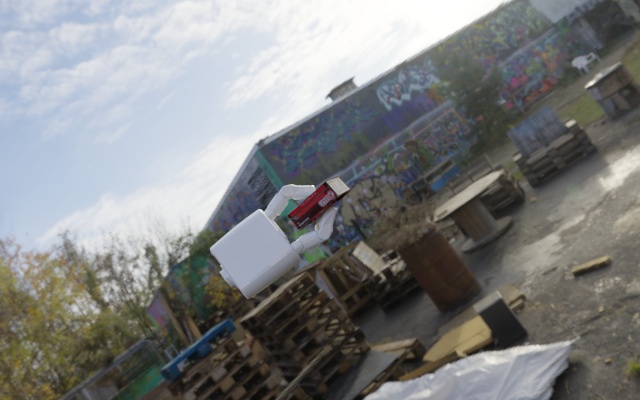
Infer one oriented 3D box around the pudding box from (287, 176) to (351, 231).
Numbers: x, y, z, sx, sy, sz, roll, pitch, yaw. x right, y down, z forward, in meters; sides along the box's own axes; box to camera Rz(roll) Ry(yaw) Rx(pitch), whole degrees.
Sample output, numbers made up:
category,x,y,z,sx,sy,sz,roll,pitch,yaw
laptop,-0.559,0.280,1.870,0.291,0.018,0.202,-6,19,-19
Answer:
category,x,y,z,sx,sy,sz,roll,pitch,yaw
pudding box,0.000,0.003,0.820,0.090,0.039,0.113,-40,-1,16
